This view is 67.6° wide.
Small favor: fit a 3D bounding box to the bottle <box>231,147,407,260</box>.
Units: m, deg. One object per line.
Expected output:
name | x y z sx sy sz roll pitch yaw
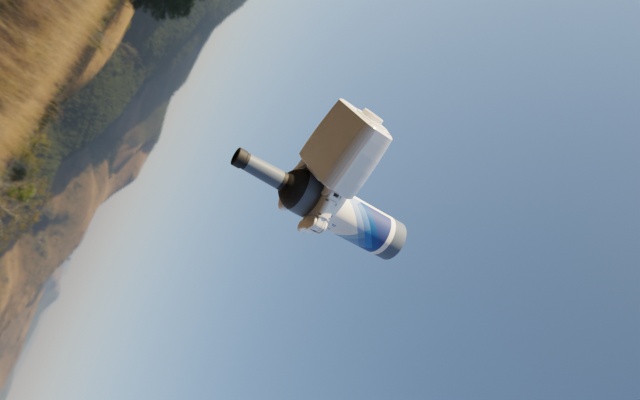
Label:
bottle | 0.000 0.003 0.719 0.296 0.069 0.069 29 -13 -25
